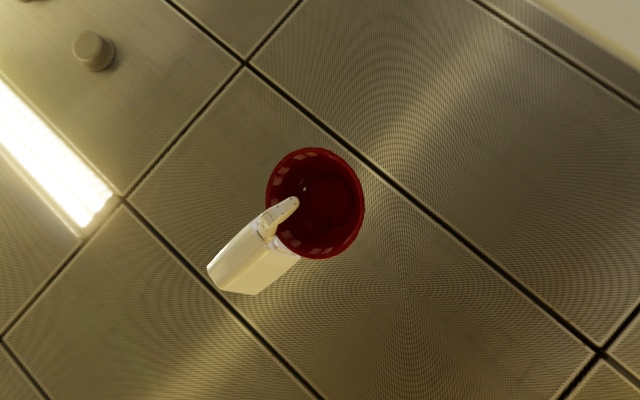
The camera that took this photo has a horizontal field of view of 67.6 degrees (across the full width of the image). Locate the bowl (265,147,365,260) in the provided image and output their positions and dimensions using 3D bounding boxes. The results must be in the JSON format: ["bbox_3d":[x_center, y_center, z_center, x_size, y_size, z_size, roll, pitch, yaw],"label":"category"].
[{"bbox_3d":[0.001,0.002,0.700,0.162,0.162,0.055,0,6,29],"label":"bowl"}]
